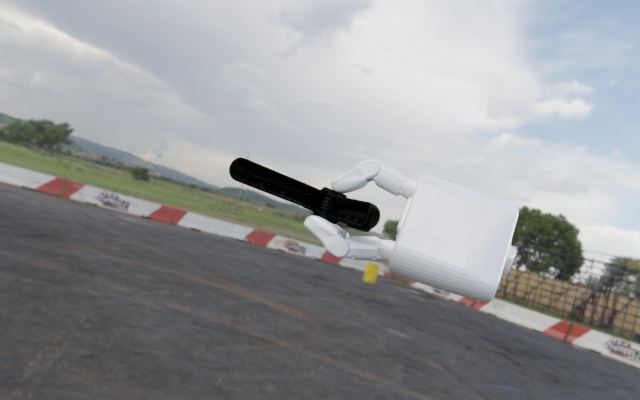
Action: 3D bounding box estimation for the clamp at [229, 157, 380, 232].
[{"bbox_3d":[0.001,0.001,0.544,0.164,0.036,0.210,21,-2,15],"label":"clamp"}]
